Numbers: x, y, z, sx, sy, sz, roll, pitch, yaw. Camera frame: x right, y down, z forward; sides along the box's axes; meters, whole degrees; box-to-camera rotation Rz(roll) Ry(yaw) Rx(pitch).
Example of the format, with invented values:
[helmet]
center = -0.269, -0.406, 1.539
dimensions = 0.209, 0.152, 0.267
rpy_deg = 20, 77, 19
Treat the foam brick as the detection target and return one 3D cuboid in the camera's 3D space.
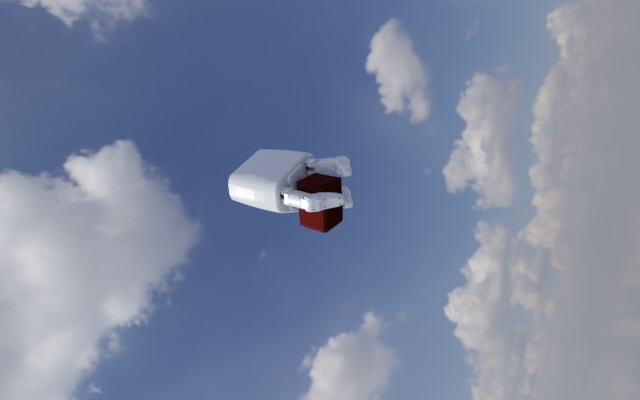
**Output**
[foam brick]
center = 0.000, 0.003, 0.758
dimensions = 0.051, 0.078, 0.053
rpy_deg = 11, 25, 33
